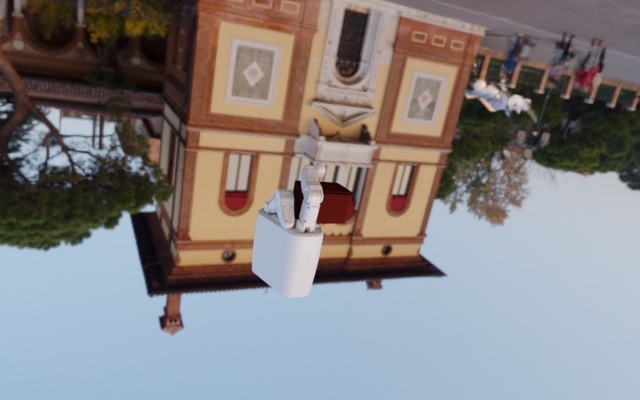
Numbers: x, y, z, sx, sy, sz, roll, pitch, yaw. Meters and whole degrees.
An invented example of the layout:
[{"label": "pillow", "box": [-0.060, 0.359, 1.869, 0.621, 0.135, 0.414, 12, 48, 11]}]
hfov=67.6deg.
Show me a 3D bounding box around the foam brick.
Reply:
[{"label": "foam brick", "box": [0.000, 0.002, 0.728, 0.078, 0.051, 0.053, 2, 19, -26]}]
